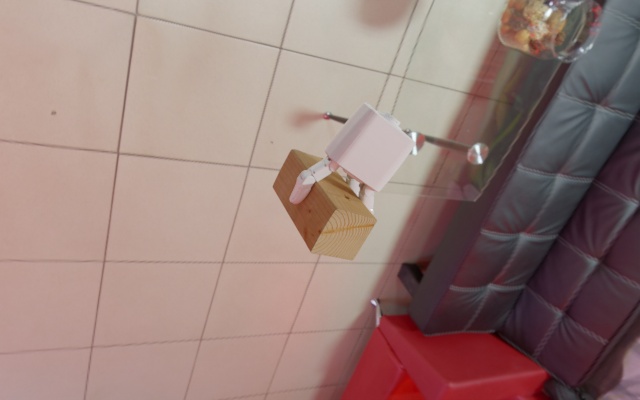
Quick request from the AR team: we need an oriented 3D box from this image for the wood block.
[{"bbox_3d":[0.000,0.002,0.848,0.091,0.090,0.206,15,24,-33],"label":"wood block"}]
